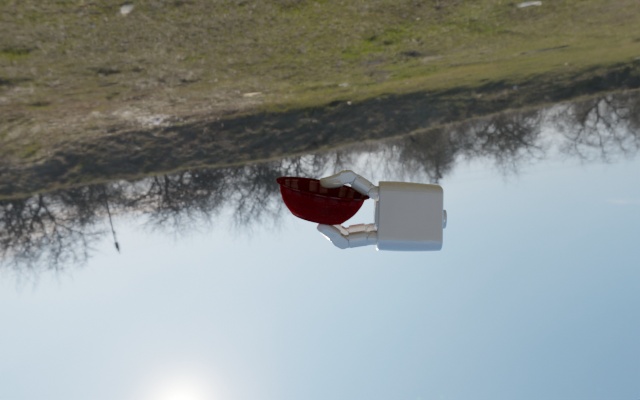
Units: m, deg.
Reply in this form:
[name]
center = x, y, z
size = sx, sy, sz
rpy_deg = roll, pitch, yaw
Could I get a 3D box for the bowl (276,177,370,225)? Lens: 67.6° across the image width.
[bowl]
center = -0.001, 0.003, 0.809
size = 0.162, 0.055, 0.162
rpy_deg = 11, 11, -2
